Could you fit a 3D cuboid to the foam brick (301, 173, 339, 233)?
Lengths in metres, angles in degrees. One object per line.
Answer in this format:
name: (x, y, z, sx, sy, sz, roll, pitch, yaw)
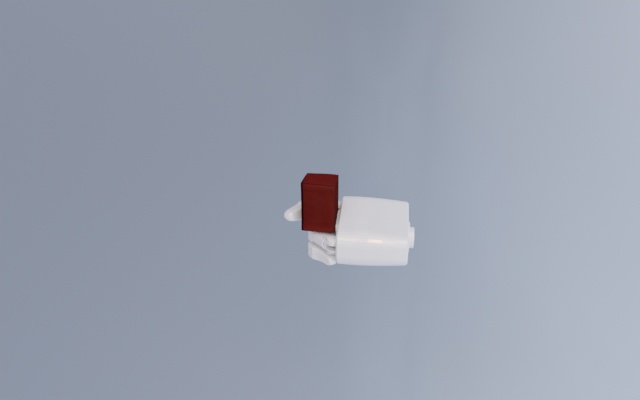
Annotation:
foam brick: (0.000, 0.002, 0.724, 0.051, 0.078, 0.053, 3, 23, 8)
